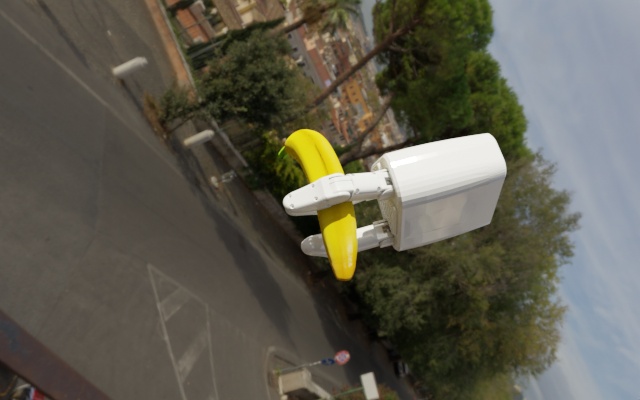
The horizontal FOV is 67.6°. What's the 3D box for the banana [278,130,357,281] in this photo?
[{"bbox_3d":[0.001,-0.014,0.478,0.037,0.070,0.197,-7,45,-18],"label":"banana"}]
